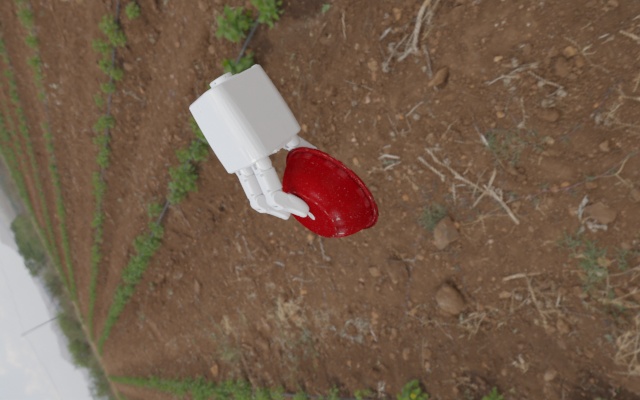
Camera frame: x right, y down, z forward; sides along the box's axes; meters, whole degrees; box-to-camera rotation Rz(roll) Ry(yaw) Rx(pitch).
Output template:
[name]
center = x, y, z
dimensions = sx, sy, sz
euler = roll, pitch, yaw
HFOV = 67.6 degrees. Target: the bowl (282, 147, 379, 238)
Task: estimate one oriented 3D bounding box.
[bowl]
center = 0.001, 0.003, 0.677
dimensions = 0.162, 0.162, 0.055
euler = 0, 44, 54
